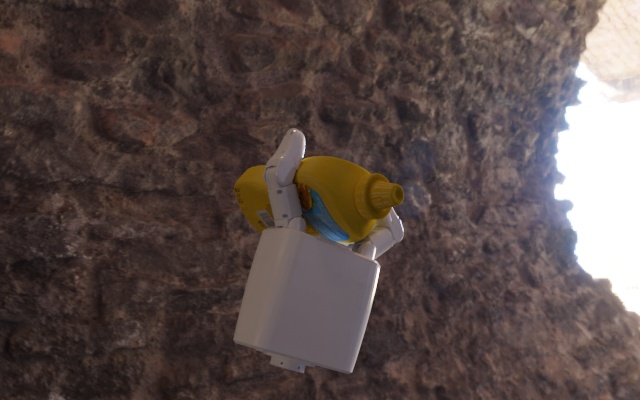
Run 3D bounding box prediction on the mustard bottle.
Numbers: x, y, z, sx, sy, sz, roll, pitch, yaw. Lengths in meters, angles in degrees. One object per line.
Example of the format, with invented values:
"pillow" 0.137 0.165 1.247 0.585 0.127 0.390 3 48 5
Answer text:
"mustard bottle" 0.000 0.001 0.473 0.191 0.096 0.058 -5 39 47
